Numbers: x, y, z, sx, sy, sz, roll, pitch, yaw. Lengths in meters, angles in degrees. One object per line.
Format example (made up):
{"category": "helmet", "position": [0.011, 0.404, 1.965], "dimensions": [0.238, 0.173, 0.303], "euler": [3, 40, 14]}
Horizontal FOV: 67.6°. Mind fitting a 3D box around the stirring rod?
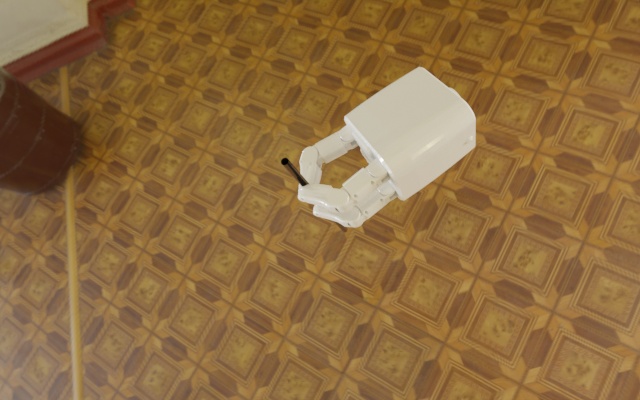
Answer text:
{"category": "stirring rod", "position": [0.000, 0.002, 0.571], "dimensions": [0.011, 0.011, 0.240], "euler": [0, -19, 18]}
